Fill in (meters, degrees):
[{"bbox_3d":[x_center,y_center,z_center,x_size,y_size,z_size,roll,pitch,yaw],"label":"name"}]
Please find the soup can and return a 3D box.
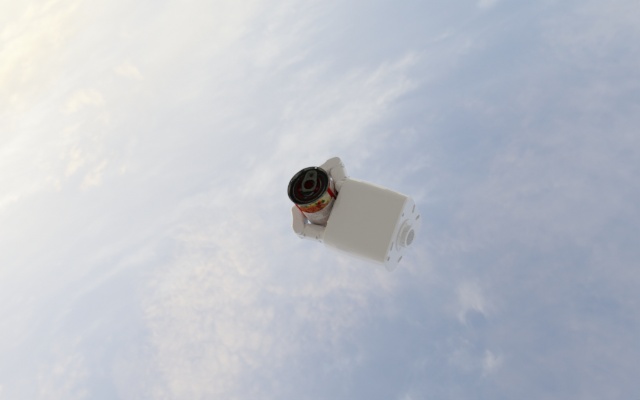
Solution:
[{"bbox_3d":[0.000,0.003,0.746,0.068,0.068,0.102,0,-30,26],"label":"soup can"}]
